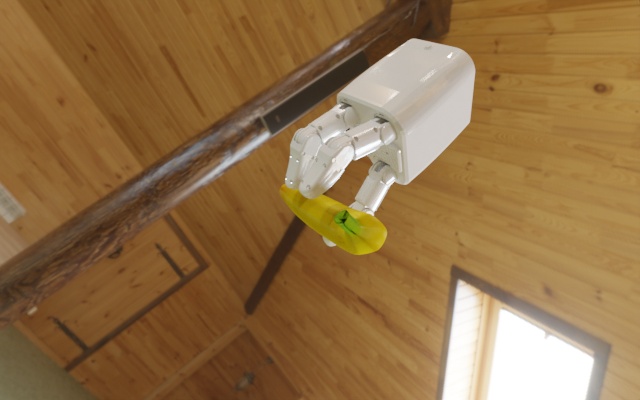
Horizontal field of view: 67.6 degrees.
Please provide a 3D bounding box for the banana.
[{"bbox_3d":[0.013,0.015,0.447,0.037,0.070,0.198,-45,18,-9],"label":"banana"}]
